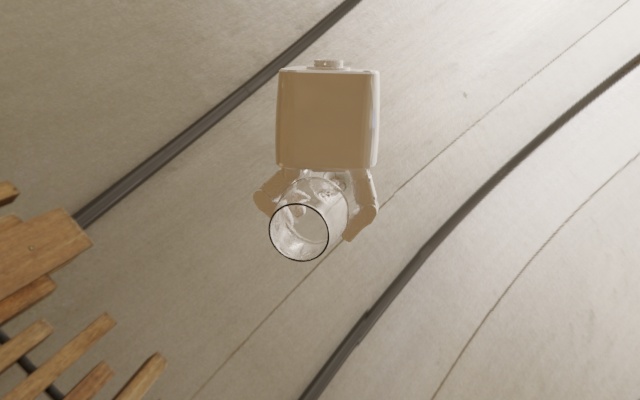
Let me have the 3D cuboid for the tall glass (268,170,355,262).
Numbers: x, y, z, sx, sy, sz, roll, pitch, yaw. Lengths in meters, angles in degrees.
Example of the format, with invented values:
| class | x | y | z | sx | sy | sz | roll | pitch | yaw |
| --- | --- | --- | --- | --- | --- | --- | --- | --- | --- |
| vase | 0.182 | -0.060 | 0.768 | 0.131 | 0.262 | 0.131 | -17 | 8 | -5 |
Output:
| class | x | y | z | sx | sy | sz | roll | pitch | yaw |
| --- | --- | --- | --- | --- | --- | --- | --- | --- | --- |
| tall glass | 0.000 | 0.002 | 0.554 | 0.079 | 0.079 | 0.201 | 0 | 18 | 13 |
